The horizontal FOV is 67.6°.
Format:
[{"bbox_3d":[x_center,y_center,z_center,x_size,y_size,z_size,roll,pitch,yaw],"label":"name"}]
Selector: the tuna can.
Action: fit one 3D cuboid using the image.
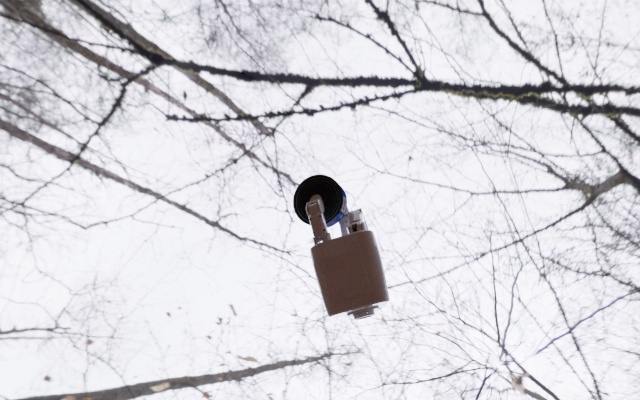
[{"bbox_3d":[0.000,0.003,0.786,0.086,0.086,0.034,0,-12,18],"label":"tuna can"}]
